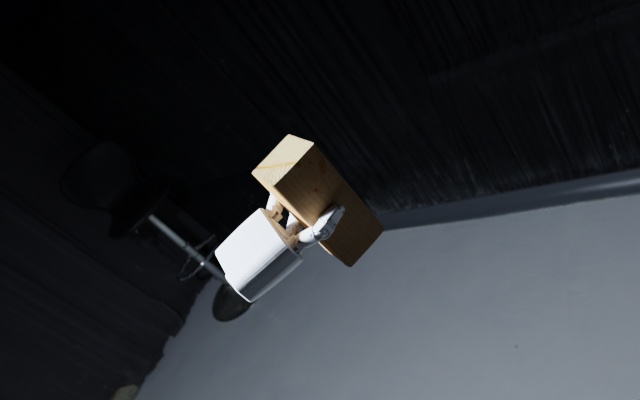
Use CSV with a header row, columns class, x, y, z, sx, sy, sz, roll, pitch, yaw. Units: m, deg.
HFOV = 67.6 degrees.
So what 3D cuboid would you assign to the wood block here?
class,x,y,z,sx,sy,sz,roll,pitch,yaw
wood block,0.000,0.003,0.771,0.206,0.090,0.090,48,-9,-31
